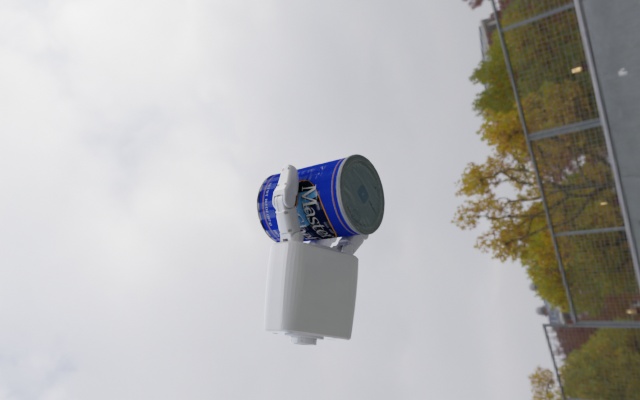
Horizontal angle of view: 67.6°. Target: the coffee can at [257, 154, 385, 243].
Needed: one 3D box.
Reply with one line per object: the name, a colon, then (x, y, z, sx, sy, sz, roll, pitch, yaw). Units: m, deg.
coffee can: (0.000, 0.002, 0.641, 0.140, 0.103, 0.103, -10, -6, 37)
